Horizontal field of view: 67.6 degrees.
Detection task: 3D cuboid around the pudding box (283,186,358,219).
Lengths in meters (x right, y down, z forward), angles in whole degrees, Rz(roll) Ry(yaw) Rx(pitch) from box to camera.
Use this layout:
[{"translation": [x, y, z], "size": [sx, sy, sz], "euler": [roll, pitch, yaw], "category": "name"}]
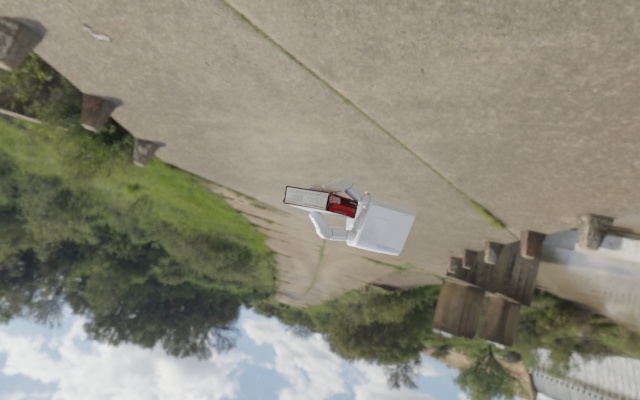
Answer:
[{"translation": [0.000, 0.003, 0.897], "size": [0.113, 0.039, 0.090], "euler": [7, -7, 40], "category": "pudding box"}]
